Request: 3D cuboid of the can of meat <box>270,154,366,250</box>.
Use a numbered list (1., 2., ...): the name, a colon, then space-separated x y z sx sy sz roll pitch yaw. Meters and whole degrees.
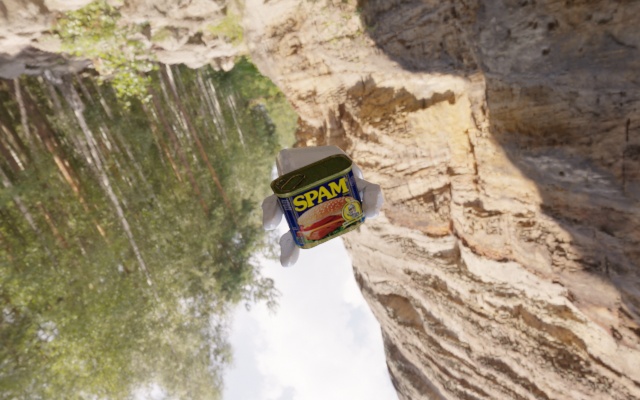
1. can of meat: 0.000 0.002 0.594 0.102 0.084 0.057 -23 27 -8
